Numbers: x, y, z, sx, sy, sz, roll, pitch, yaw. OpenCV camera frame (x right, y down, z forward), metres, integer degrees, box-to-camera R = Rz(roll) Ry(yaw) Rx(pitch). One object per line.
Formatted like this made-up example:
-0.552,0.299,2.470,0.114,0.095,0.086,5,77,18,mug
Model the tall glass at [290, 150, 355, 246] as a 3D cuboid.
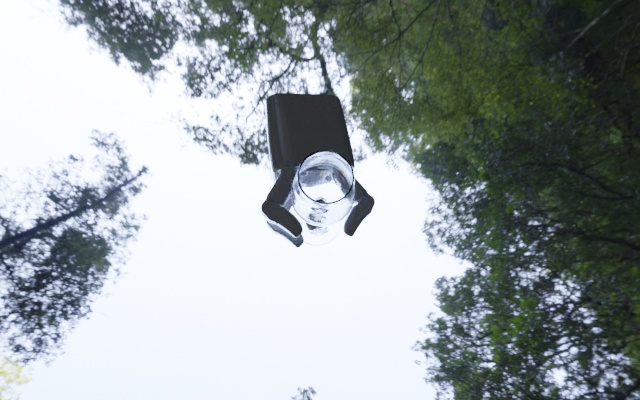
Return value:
0.000,0.002,0.608,0.079,0.079,0.201,0,-16,-4,tall glass
